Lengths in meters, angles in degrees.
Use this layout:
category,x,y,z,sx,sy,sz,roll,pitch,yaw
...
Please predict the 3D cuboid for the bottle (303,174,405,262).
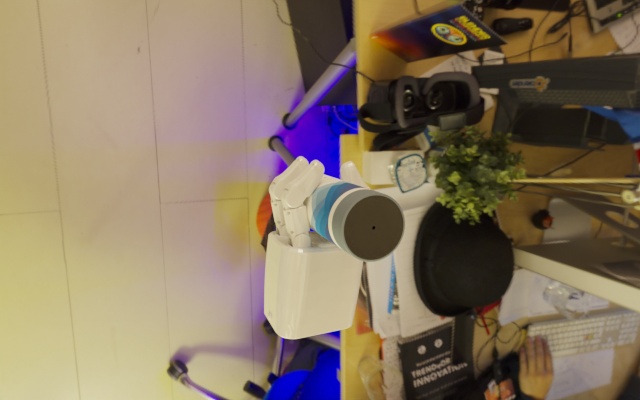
category,x,y,z,sx,sy,sz,roll,pitch,yaw
bottle,0.000,0.002,0.581,0.069,0.069,0.295,0,9,-20
